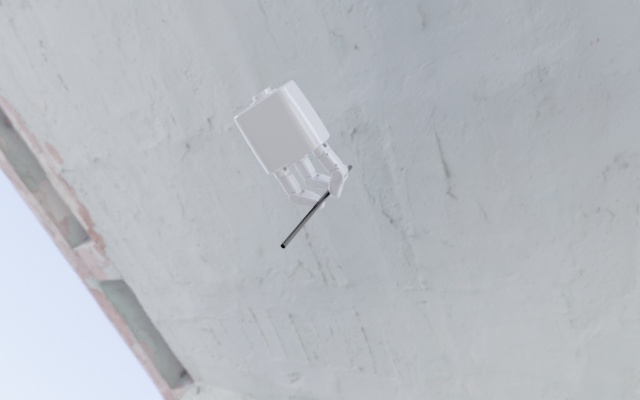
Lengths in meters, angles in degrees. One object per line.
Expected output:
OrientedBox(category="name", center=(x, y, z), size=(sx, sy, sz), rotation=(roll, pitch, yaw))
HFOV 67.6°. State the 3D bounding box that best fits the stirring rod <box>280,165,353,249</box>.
OrientedBox(category="stirring rod", center=(0.000, 0.002, 0.760), size=(0.011, 0.011, 0.239), rotation=(0, 31, 31))
